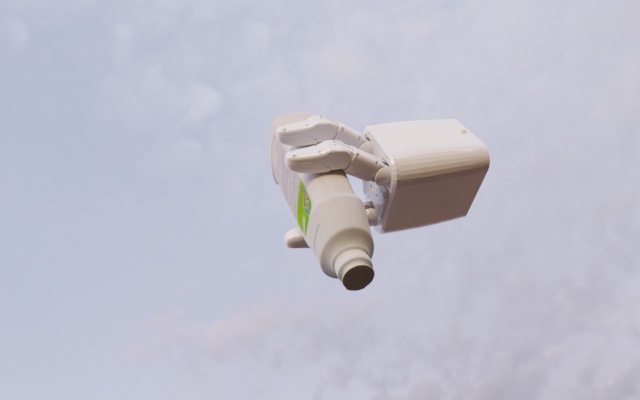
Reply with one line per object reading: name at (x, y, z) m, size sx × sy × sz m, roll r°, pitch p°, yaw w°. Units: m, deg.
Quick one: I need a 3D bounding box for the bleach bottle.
bleach bottle at (0.000, 0.002, 0.492) m, size 0.068 × 0.103 × 0.250 m, roll -8°, pitch 35°, yaw -11°
